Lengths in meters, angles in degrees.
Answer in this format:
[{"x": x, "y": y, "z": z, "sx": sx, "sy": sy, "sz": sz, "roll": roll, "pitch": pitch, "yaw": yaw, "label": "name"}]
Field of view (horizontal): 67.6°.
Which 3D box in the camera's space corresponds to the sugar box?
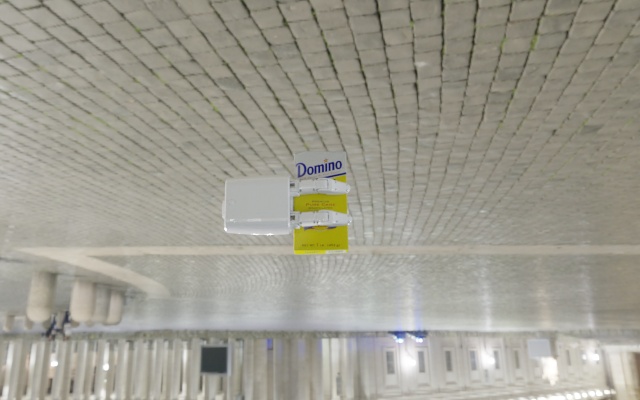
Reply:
[{"x": 0.000, "y": 0.003, "z": 0.822, "sx": 0.093, "sy": 0.176, "sz": 0.048, "roll": -1, "pitch": -14, "yaw": -1, "label": "sugar box"}]
